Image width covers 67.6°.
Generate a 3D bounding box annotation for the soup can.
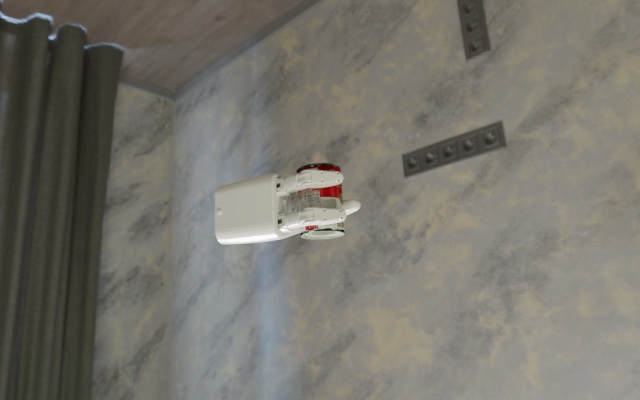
[{"bbox_3d":[0.001,0.003,0.714,0.068,0.102,0.068,-3,-14,-1],"label":"soup can"}]
